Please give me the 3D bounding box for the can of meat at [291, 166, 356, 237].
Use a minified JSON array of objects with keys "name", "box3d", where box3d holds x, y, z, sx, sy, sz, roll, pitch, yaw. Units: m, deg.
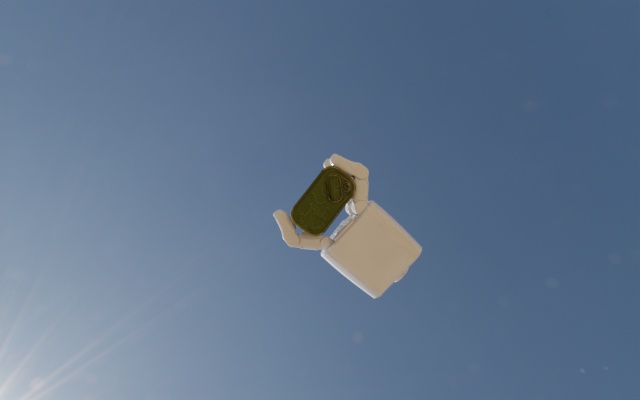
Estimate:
[{"name":"can of meat","box3d":[0.000,0.002,0.711,0.057,0.102,0.084,38,-6,-3]}]
